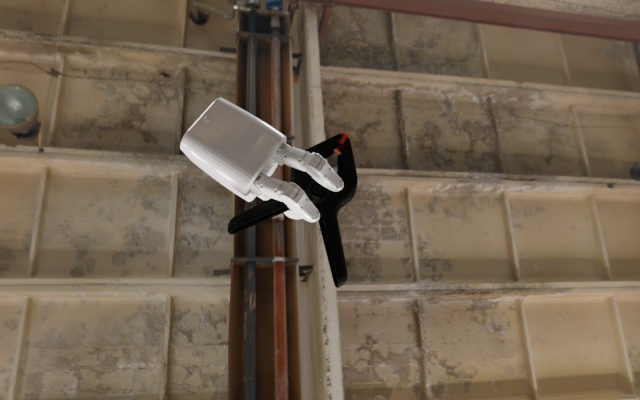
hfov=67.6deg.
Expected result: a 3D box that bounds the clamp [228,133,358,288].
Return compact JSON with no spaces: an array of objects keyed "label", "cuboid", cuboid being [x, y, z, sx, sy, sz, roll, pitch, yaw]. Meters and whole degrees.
[{"label":"clamp","cuboid":[0.000,0.002,0.640,0.164,0.210,0.036,34,-25,0]}]
